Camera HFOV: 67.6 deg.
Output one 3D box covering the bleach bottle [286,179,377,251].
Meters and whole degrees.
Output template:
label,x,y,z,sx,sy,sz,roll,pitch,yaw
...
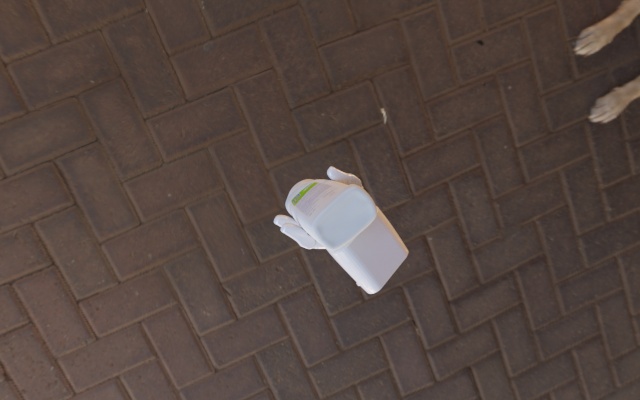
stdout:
label,x,y,z,sx,sy,sz,roll,pitch,yaw
bleach bottle,0.000,0.003,0.793,0.102,0.068,0.250,-40,19,-4
